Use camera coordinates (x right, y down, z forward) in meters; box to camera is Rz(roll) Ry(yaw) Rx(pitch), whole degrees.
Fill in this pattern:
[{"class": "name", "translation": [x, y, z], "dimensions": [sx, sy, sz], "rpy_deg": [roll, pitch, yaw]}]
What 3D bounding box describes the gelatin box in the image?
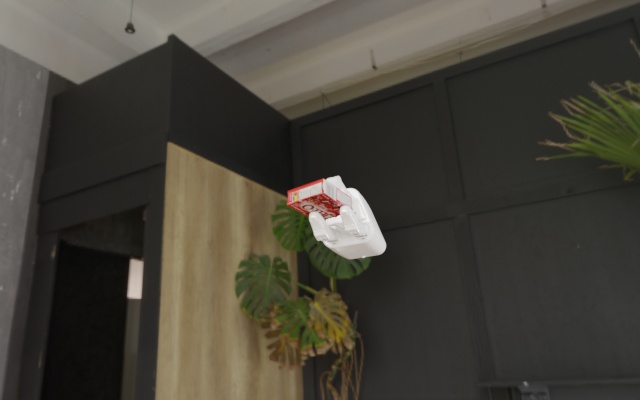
[{"class": "gelatin box", "translation": [0.000, 0.002, 0.789], "dimensions": [0.073, 0.030, 0.089], "rpy_deg": [-17, -31, 31]}]
